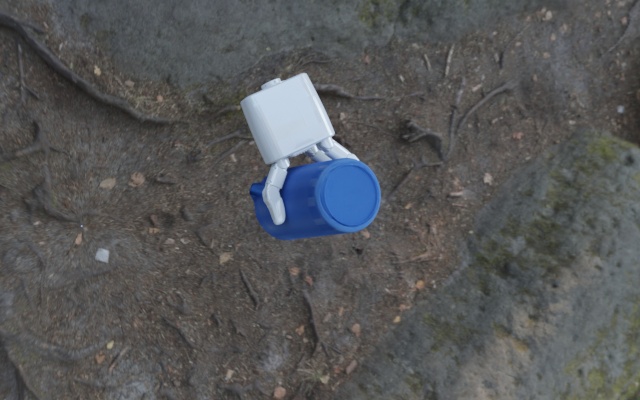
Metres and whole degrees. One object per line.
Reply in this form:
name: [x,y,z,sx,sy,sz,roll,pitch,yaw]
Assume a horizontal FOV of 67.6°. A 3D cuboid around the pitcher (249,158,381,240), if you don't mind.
pitcher: [0.000,0.002,0.782,0.149,0.145,0.243,-27,8,-25]
